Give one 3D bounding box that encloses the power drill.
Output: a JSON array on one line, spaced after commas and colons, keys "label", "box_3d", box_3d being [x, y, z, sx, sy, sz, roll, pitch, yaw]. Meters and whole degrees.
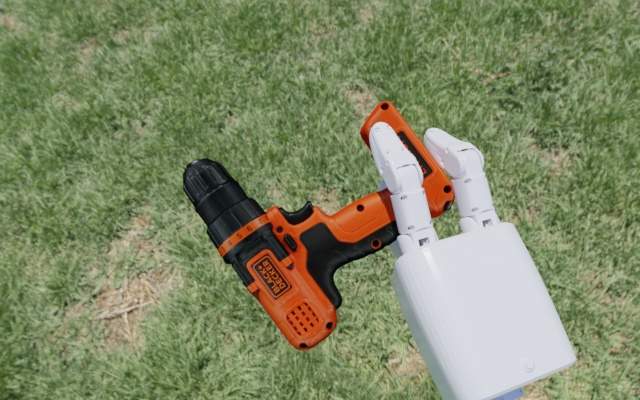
[{"label": "power drill", "box_3d": [0.001, 0.001, 0.402, 0.187, 0.184, 0.057, -37, -4, -1]}]
